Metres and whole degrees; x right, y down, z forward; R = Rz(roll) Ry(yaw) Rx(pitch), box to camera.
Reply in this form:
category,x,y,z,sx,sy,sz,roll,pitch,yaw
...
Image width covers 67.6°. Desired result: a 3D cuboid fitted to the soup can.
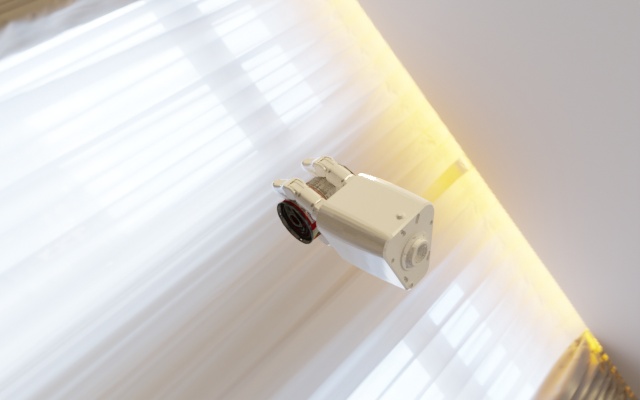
category,x,y,z,sx,sy,sz,roll,pitch,yaw
soup can,0.000,0.002,0.653,0.102,0.068,0.068,-39,20,-26
